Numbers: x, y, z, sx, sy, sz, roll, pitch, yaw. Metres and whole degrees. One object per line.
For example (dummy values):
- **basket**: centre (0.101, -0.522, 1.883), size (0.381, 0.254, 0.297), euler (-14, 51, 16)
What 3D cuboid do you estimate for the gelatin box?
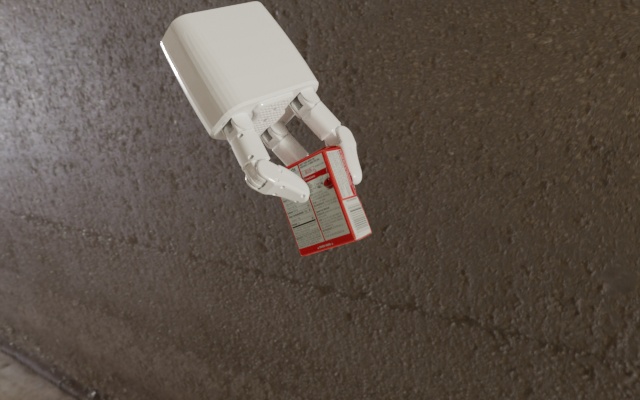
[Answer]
- **gelatin box**: centre (0.000, 0.002, 0.452), size (0.073, 0.089, 0.030), euler (-22, -4, 41)
